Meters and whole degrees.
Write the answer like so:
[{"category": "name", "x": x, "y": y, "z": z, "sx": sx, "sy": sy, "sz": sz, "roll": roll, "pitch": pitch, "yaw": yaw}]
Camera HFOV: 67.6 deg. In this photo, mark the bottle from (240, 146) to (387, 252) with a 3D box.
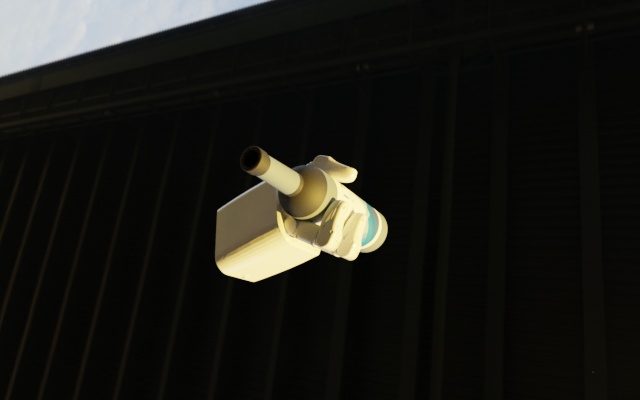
[{"category": "bottle", "x": 0.000, "y": 0.002, "z": 0.597, "sx": 0.069, "sy": 0.069, "sz": 0.296, "roll": 0, "pitch": -17, "yaw": 30}]
